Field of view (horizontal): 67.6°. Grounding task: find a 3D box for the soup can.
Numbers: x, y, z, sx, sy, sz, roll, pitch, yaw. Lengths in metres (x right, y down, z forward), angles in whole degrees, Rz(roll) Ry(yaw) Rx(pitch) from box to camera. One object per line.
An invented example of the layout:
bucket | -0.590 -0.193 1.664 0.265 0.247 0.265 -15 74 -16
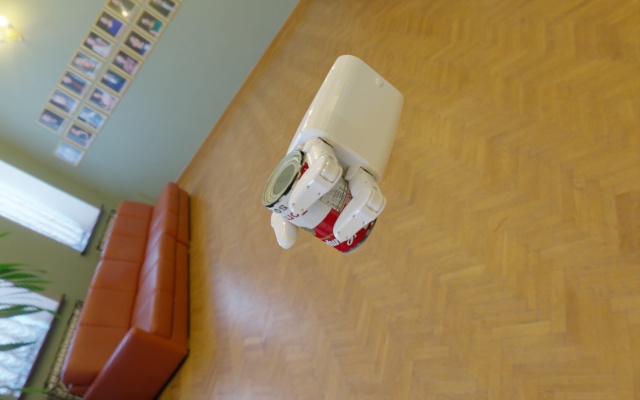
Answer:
soup can | 0.000 0.002 0.492 0.102 0.068 0.068 33 -15 -24
